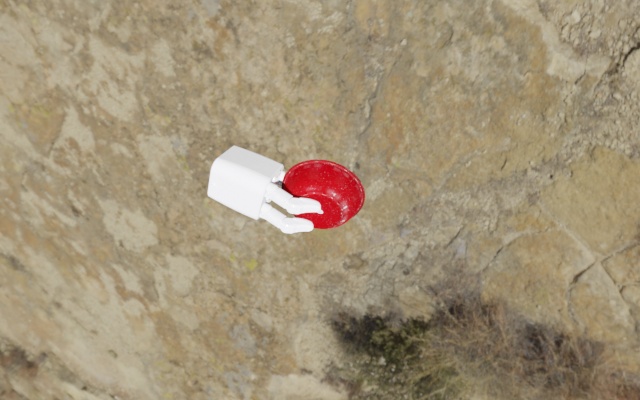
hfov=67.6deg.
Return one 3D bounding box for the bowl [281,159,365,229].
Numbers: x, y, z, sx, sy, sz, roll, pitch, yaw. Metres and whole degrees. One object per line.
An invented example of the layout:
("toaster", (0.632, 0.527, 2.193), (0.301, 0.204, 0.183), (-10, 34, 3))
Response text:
("bowl", (0.001, 0.003, 0.890), (0.162, 0.162, 0.055), (0, 42, 13))
